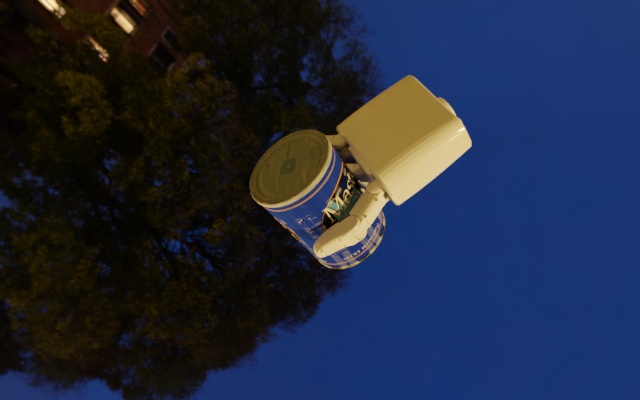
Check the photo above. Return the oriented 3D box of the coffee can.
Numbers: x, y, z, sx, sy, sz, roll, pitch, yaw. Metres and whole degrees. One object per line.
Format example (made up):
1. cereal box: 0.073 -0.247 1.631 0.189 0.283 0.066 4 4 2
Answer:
1. coffee can: 0.000 0.002 0.557 0.103 0.102 0.140 0 -35 38
